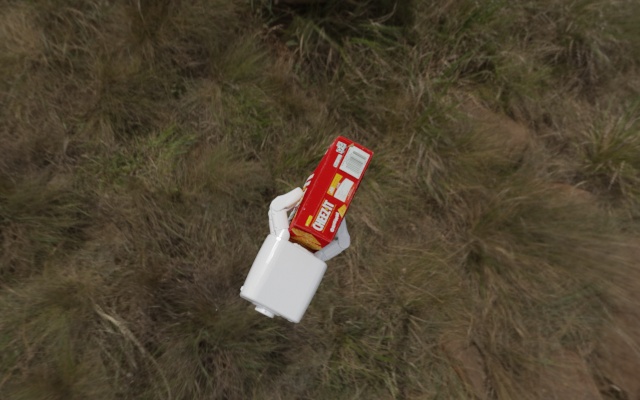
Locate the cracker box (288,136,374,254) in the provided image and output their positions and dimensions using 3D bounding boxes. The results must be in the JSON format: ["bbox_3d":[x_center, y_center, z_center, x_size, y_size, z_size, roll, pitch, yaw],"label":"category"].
[{"bbox_3d":[0.000,0.003,0.818,0.072,0.164,0.214,27,-17,-5],"label":"cracker box"}]
